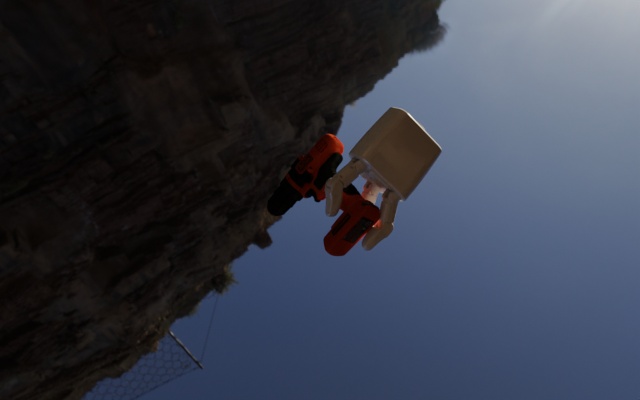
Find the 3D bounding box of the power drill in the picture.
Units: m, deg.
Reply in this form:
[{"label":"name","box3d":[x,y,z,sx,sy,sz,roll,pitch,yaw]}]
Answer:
[{"label":"power drill","box3d":[0.001,0.003,0.810,0.057,0.184,0.187,20,28,-50]}]
